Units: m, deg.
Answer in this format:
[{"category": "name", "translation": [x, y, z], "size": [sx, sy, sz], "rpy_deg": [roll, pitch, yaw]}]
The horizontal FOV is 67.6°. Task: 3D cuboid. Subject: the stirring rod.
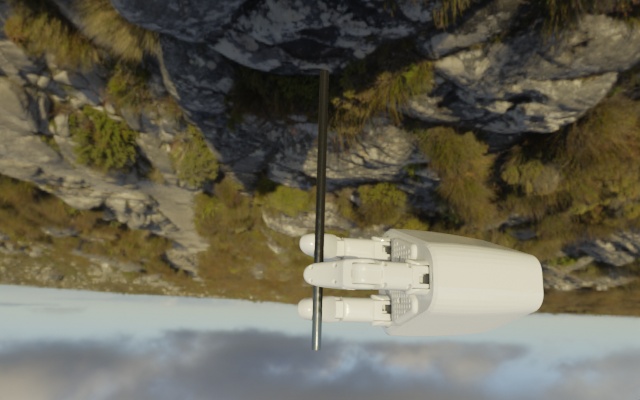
[{"category": "stirring rod", "translation": [0.000, 0.001, 0.405], "size": [0.011, 0.239, 0.011], "rpy_deg": [2, -12, 0]}]
